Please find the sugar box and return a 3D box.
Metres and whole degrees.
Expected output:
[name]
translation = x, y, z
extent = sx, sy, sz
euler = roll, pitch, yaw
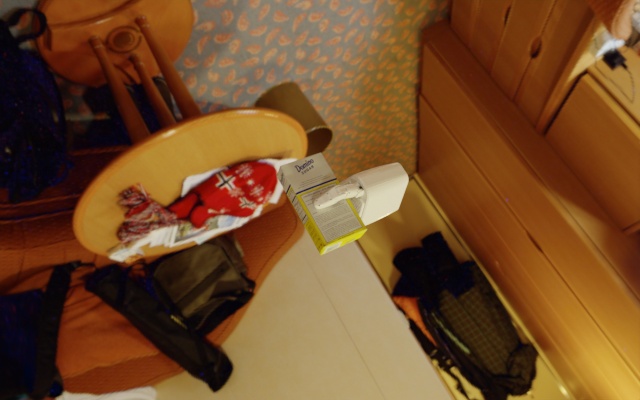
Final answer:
[sugar box]
translation = 0.000, 0.003, 0.882
extent = 0.093, 0.176, 0.048
euler = -20, -22, -26
